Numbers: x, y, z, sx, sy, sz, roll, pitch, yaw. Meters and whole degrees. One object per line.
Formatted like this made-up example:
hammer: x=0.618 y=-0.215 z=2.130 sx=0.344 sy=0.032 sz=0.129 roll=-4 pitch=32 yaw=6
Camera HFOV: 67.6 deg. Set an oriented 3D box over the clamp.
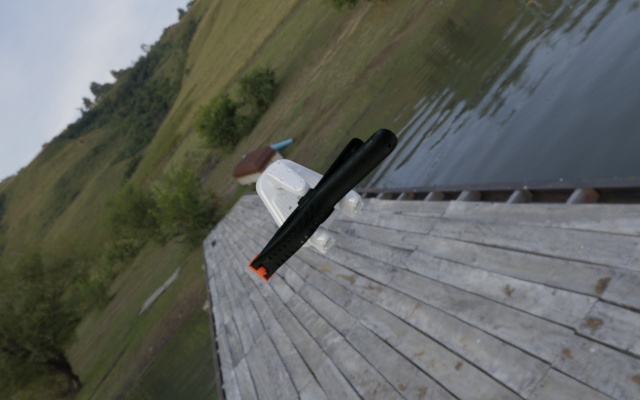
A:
clamp: x=-0.001 y=0.002 z=0.524 sx=0.036 sy=0.210 sz=0.164 roll=41 pitch=-8 yaw=-6
